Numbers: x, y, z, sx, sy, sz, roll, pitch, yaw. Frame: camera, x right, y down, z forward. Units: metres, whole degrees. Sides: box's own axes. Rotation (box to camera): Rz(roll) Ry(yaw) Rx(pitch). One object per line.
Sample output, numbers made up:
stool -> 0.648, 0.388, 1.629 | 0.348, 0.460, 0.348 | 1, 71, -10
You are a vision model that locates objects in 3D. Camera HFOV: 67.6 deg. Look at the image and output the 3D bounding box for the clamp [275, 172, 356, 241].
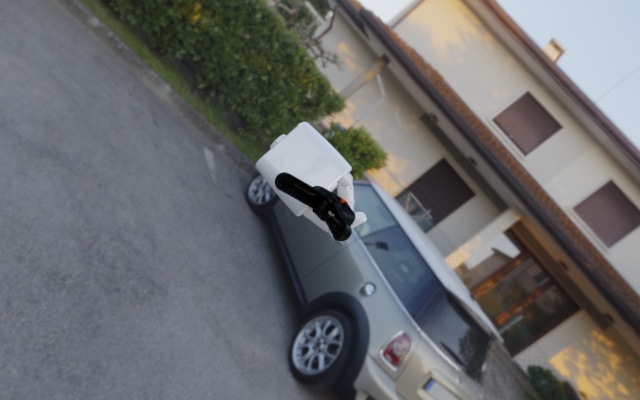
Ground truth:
clamp -> 0.001, 0.002, 0.662 | 0.039, 0.120, 0.171 | -45, -3, 7
